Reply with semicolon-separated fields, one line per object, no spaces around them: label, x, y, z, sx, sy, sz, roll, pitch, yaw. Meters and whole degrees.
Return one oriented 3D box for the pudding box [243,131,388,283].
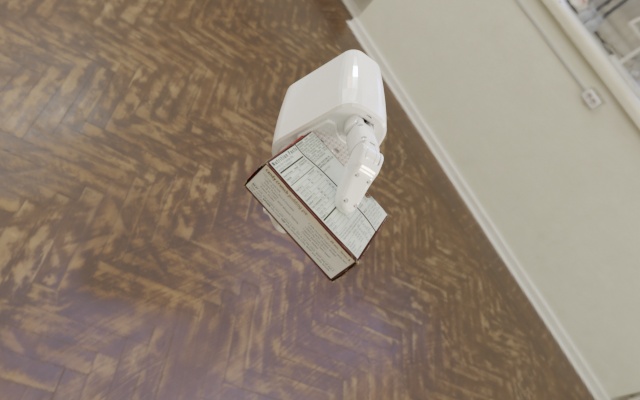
pudding box;0.000;0.001;0.419;0.039;0.113;0.090;-43;1;35
